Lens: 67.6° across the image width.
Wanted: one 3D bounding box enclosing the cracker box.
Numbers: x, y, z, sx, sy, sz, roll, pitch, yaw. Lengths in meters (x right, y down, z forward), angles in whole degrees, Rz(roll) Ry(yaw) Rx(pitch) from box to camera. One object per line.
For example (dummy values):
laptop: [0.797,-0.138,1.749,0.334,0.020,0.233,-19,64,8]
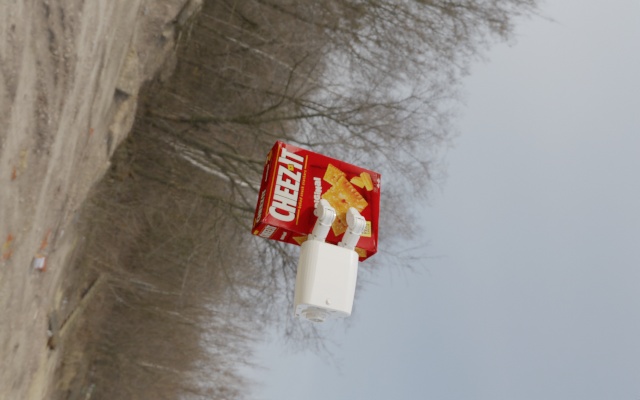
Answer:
cracker box: [0.000,0.003,0.854,0.214,0.164,0.072,17,-29,-17]
